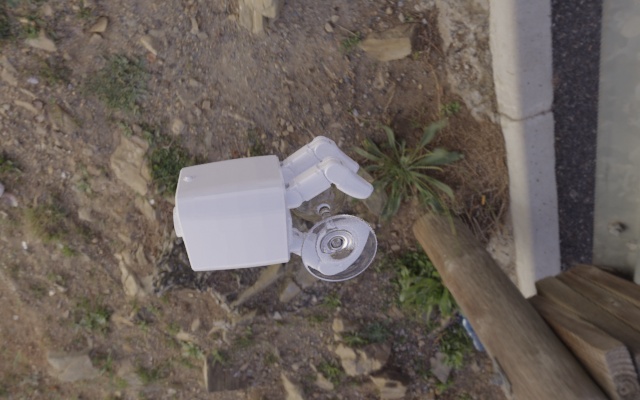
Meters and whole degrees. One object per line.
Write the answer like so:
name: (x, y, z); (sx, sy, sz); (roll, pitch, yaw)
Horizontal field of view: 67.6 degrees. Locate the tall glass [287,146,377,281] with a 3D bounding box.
tall glass: (0.000, 0.002, 0.540); (0.079, 0.079, 0.201); (0, 27, -11)
